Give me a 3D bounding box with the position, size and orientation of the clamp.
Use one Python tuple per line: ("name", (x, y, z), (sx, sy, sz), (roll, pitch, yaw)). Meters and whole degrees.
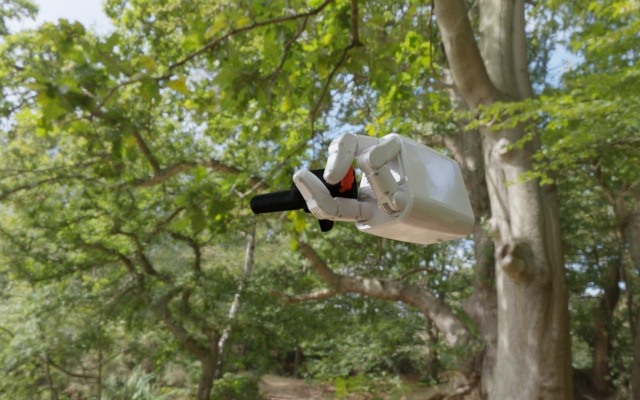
("clamp", (0.000, 0.001, 0.594), (0.120, 0.039, 0.171), (15, -21, -32))
